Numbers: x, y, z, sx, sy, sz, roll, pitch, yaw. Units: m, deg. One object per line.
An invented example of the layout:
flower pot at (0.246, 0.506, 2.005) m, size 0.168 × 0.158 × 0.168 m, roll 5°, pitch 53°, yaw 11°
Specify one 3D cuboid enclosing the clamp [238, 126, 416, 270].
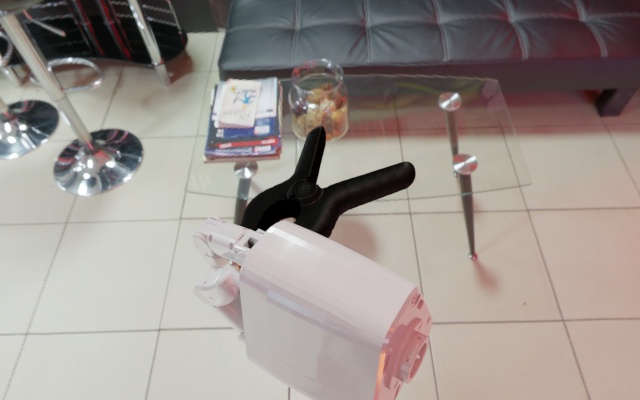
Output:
clamp at (0.000, 0.001, 0.412) m, size 0.120 × 0.039 × 0.171 m, roll 15°, pitch 54°, yaw 34°
